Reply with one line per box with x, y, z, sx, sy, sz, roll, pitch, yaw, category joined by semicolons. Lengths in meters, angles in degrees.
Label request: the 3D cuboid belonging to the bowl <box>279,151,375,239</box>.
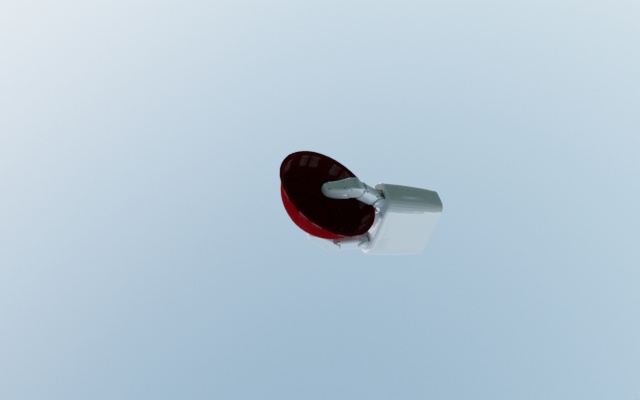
-0.001;0.002;0.710;0.162;0.162;0.055;0;-38;-40;bowl
